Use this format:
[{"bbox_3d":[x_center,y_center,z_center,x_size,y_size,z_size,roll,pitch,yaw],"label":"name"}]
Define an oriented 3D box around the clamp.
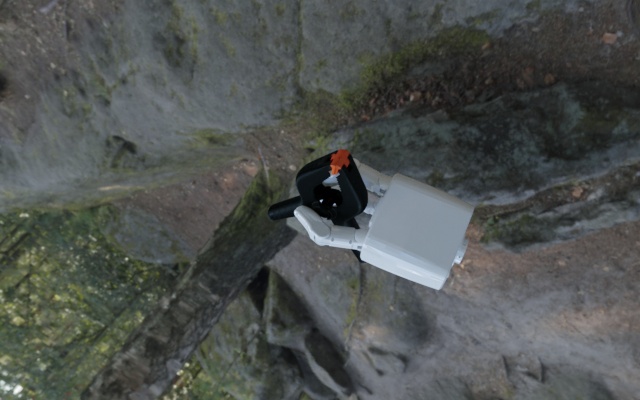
[{"bbox_3d":[0.000,0.002,0.624,0.164,0.036,0.210,20,-31,12],"label":"clamp"}]
